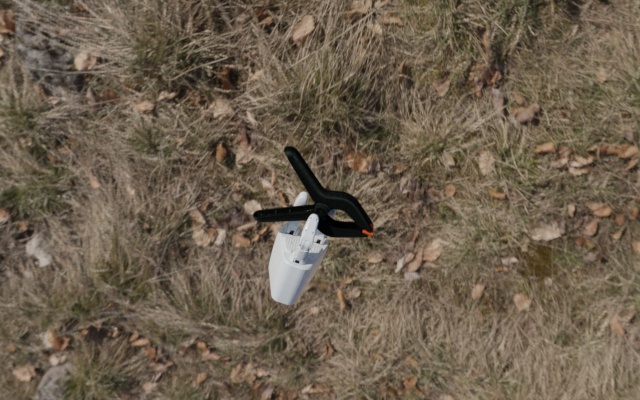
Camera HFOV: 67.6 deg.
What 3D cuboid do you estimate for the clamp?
[{"bbox_3d":[0.000,0.004,0.821,0.210,0.165,0.036,19,36,-3],"label":"clamp"}]
